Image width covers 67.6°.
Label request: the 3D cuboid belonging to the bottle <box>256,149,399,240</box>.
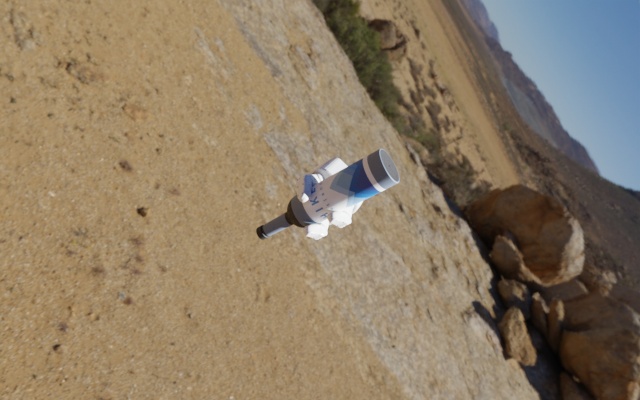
[{"bbox_3d":[0.000,0.003,0.876,0.296,0.069,0.069,-28,-13,25],"label":"bottle"}]
